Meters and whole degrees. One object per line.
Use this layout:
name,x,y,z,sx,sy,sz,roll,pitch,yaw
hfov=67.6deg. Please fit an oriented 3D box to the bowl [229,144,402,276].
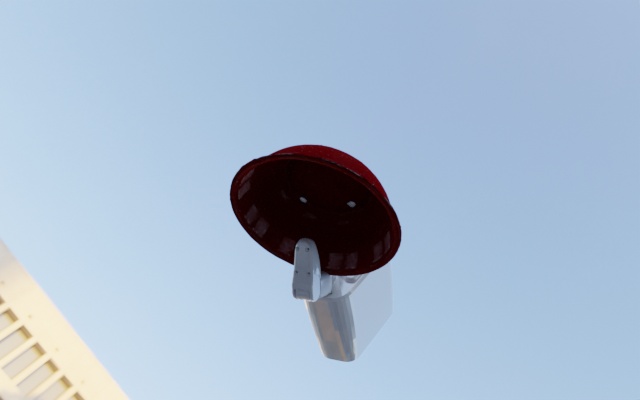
bowl,0.000,0.000,0.446,0.162,0.055,0.162,13,-40,11
